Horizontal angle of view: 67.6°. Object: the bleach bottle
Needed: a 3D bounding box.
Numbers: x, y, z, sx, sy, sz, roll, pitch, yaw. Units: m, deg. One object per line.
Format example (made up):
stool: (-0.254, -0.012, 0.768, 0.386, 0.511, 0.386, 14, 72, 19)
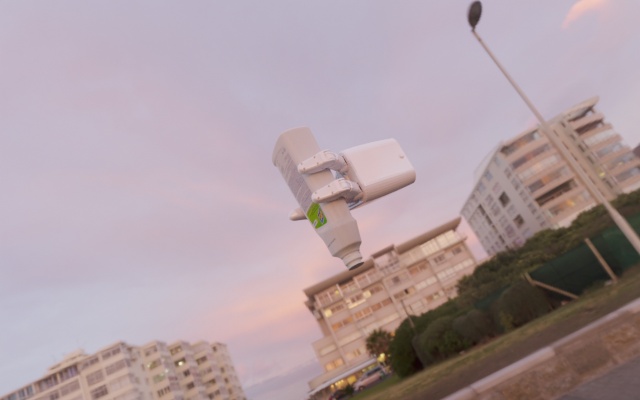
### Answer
bleach bottle: (0.000, 0.003, 0.794, 0.068, 0.250, 0.103, -18, -22, -23)
